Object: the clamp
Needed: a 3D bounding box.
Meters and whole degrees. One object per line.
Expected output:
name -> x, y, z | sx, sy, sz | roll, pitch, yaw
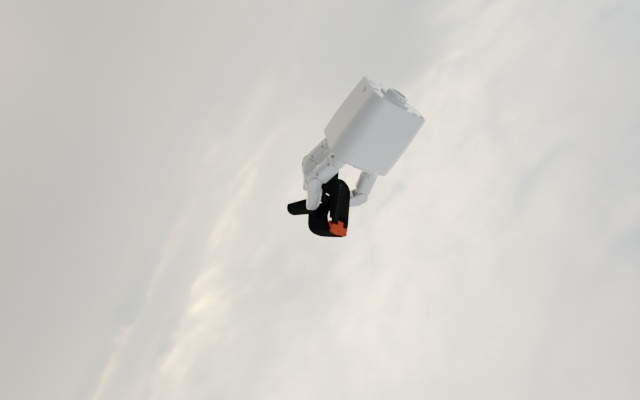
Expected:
clamp -> 0.001, 0.003, 0.766 | 0.036, 0.165, 0.209 | 23, 27, -23
